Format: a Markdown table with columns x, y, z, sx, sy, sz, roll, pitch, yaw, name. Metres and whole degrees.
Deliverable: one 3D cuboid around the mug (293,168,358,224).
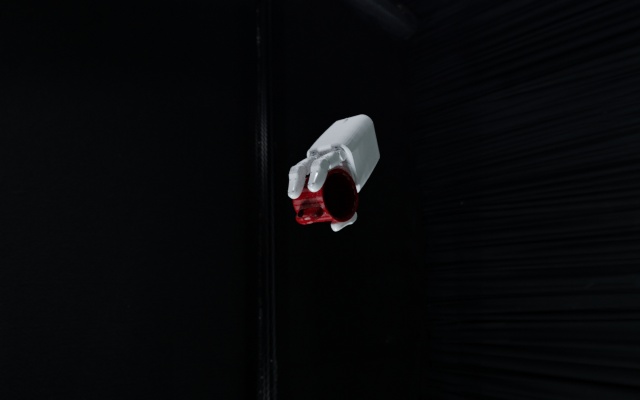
| x | y | z | sx | sy | sz | roll | pitch | yaw | name |
| --- | --- | --- | --- | --- | --- | --- | --- | --- | --- |
| -0.001 | 0.004 | 0.832 | 0.081 | 0.093 | 0.117 | -9 | 32 | 44 | mug |
